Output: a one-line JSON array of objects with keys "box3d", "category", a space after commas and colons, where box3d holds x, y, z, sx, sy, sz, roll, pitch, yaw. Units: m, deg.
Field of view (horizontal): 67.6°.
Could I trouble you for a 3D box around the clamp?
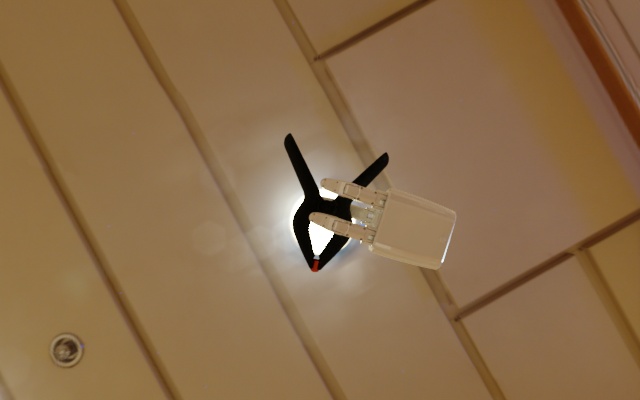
[{"box3d": [0.000, 0.003, 0.738, 0.164, 0.210, 0.036, 18, -2, -2], "category": "clamp"}]
